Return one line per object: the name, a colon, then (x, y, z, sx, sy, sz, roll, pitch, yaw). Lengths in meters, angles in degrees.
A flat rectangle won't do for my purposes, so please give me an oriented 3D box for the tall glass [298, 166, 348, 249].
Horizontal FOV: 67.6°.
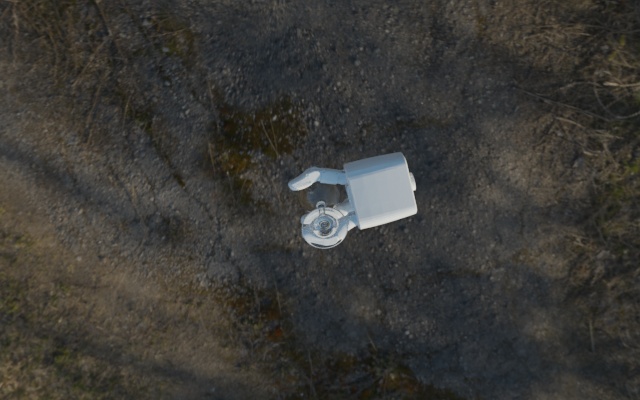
tall glass: (0.000, 0.003, 0.844, 0.079, 0.079, 0.201, 0, 25, -5)
